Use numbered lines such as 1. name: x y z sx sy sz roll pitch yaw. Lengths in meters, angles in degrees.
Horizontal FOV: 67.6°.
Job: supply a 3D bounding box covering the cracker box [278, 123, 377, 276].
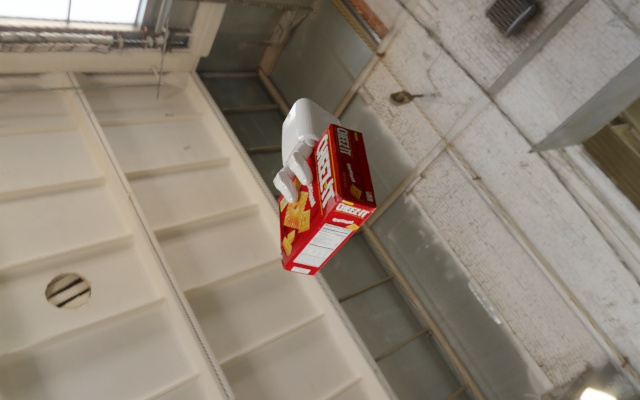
1. cracker box: 0.000 0.003 0.812 0.072 0.164 0.214 14 -43 -24
